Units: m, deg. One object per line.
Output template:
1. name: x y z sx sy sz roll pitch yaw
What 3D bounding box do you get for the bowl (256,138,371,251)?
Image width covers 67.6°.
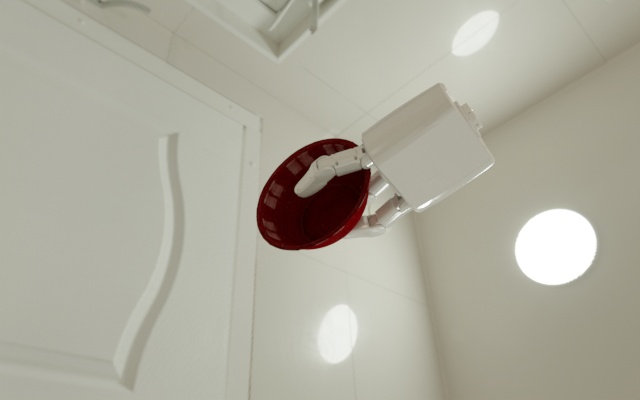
1. bowl: -0.001 0.003 0.596 0.162 0.162 0.055 0 -32 36
